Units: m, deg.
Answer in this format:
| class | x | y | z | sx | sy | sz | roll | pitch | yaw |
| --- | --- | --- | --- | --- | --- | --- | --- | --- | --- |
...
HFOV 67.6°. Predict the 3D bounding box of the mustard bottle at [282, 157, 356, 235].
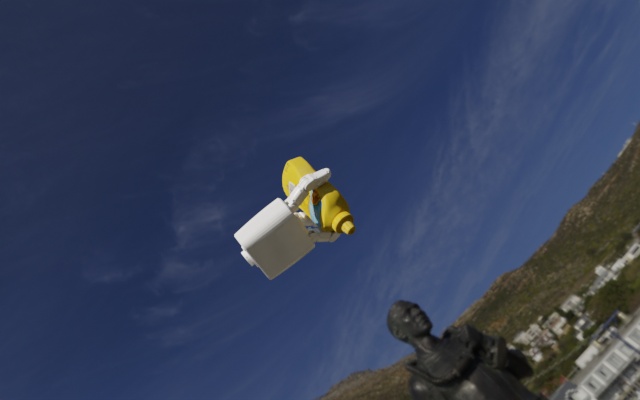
| class | x | y | z | sx | sy | sz | roll | pitch | yaw |
| --- | --- | --- | --- | --- | --- | --- | --- | --- | --- |
| mustard bottle | 0.000 | 0.003 | 0.895 | 0.058 | 0.096 | 0.191 | -22 | 45 | -28 |
